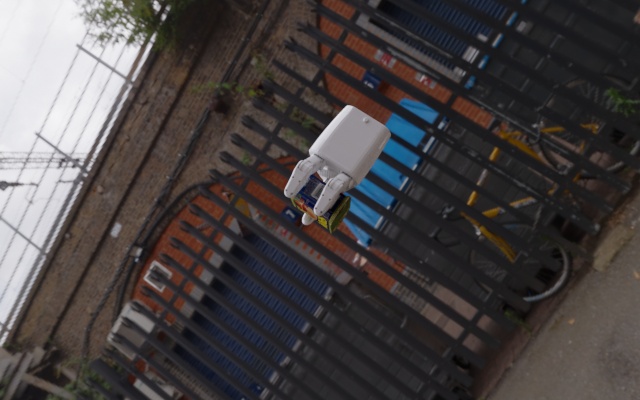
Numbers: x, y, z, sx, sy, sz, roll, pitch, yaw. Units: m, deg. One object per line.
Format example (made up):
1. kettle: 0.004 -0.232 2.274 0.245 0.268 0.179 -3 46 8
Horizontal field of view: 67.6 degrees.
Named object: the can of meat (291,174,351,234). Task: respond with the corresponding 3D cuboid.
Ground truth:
1. can of meat: 0.000 0.002 0.789 0.084 0.057 0.102 34 -10 10
